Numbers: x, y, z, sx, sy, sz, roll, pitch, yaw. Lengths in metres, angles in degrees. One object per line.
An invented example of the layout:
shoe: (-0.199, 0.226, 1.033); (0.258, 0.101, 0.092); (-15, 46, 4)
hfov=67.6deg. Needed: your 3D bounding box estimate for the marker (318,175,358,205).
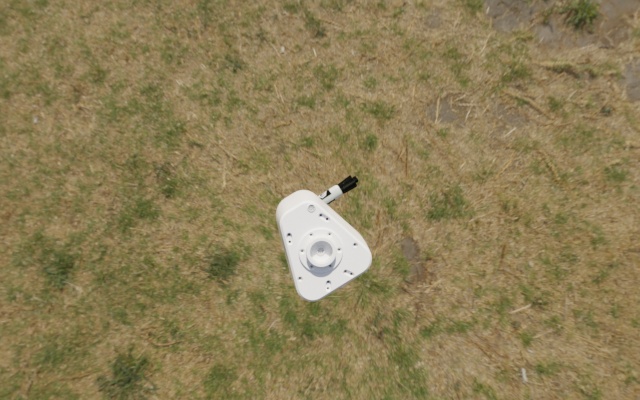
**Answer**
marker: (0.000, 0.002, 0.662); (0.121, 0.020, 0.020); (-32, 1, -1)
